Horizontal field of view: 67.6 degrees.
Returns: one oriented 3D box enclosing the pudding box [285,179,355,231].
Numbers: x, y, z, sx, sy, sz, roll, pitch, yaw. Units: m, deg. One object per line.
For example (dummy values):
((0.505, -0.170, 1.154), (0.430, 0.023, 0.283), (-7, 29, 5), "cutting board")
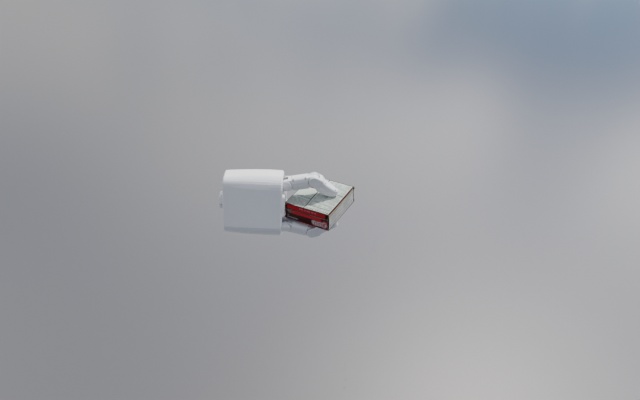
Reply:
((0.000, 0.003, 0.876), (0.090, 0.039, 0.113), (17, 38, 22), "pudding box")
